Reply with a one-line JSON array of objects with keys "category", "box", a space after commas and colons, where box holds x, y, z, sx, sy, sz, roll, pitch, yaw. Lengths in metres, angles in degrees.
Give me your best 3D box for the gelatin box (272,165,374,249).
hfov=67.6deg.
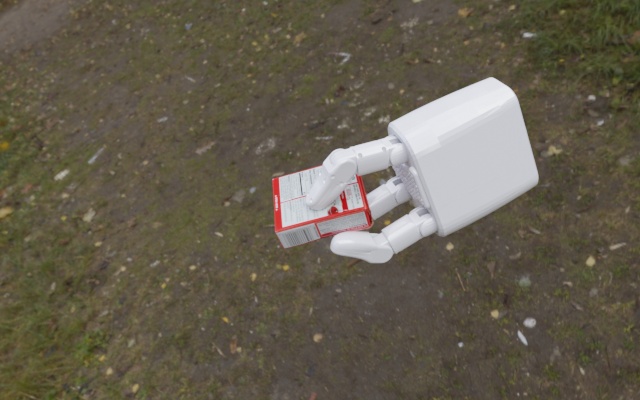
[{"category": "gelatin box", "box": [0.000, 0.001, 0.459, 0.089, 0.073, 0.030, -15, -45, 6]}]
